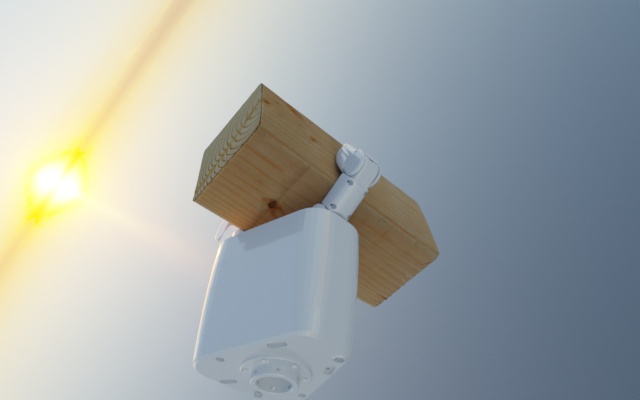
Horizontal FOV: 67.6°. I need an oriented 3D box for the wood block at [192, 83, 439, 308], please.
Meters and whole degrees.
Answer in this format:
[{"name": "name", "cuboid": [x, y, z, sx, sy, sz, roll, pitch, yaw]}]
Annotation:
[{"name": "wood block", "cuboid": [0.000, 0.001, 0.441, 0.206, 0.091, 0.090, 35, 25, -25]}]
